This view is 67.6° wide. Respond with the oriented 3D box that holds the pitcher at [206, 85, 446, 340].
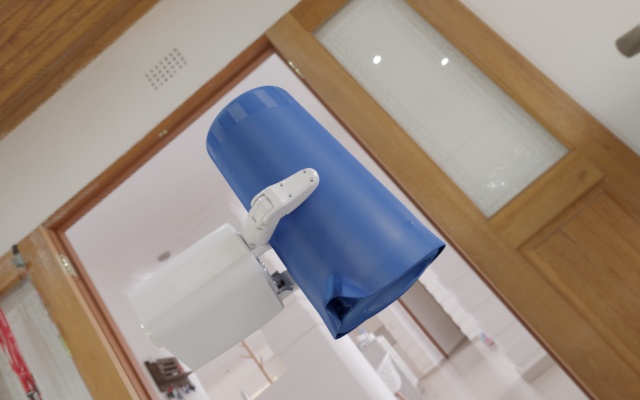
[{"bbox_3d":[0.000,0.002,0.480,0.145,0.242,0.149,-35,-19,-13],"label":"pitcher"}]
